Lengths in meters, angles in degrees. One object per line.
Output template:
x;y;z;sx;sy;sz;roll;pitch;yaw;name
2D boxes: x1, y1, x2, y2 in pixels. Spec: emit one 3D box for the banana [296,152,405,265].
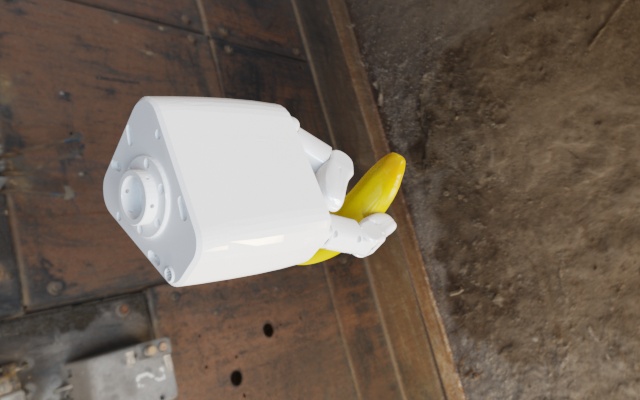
0.003;0.020;0.450;0.198;0.069;0.037;-23;-11;40;banana
